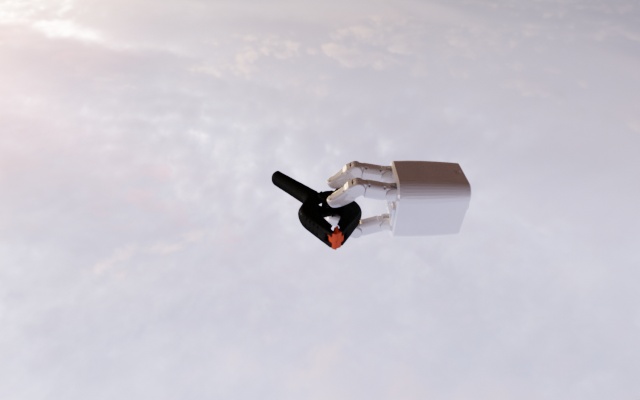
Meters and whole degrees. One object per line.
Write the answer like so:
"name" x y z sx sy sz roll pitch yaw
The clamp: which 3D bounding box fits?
"clamp" 0.000 0.003 0.738 0.164 0.036 0.209 0 31 0
